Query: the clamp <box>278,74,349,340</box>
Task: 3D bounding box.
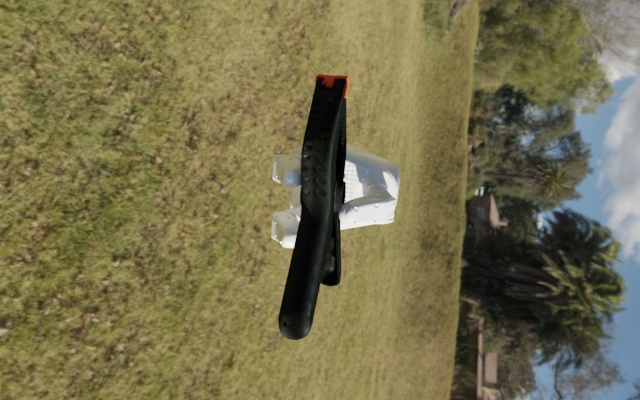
[{"bbox_3d":[0.001,0.001,0.402,0.036,0.210,0.164,6,13,10],"label":"clamp"}]
